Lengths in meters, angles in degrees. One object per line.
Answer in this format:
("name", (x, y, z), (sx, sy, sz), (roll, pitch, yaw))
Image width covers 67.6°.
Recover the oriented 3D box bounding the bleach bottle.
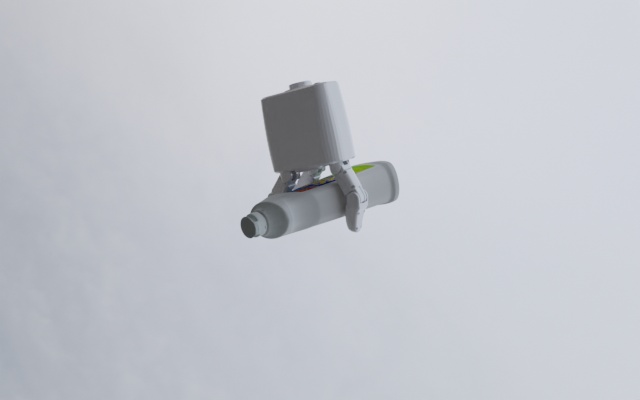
("bleach bottle", (0.000, 0.002, 0.666), (0.102, 0.068, 0.251), (-4, 11, 44))
